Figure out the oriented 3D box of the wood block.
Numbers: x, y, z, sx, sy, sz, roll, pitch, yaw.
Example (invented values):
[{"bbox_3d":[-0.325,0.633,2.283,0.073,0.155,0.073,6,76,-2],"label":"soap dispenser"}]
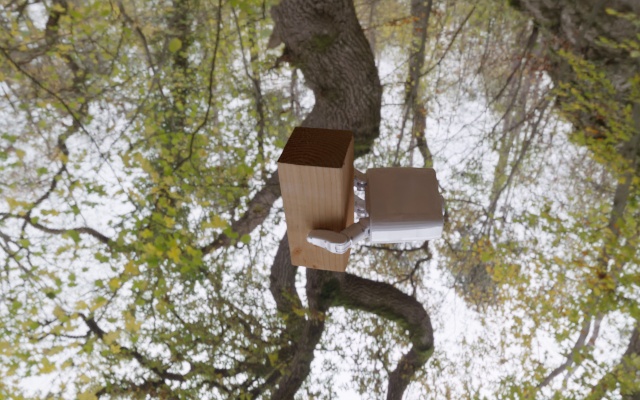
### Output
[{"bbox_3d":[0.000,0.003,0.718,0.090,0.206,0.090,6,42,12],"label":"wood block"}]
